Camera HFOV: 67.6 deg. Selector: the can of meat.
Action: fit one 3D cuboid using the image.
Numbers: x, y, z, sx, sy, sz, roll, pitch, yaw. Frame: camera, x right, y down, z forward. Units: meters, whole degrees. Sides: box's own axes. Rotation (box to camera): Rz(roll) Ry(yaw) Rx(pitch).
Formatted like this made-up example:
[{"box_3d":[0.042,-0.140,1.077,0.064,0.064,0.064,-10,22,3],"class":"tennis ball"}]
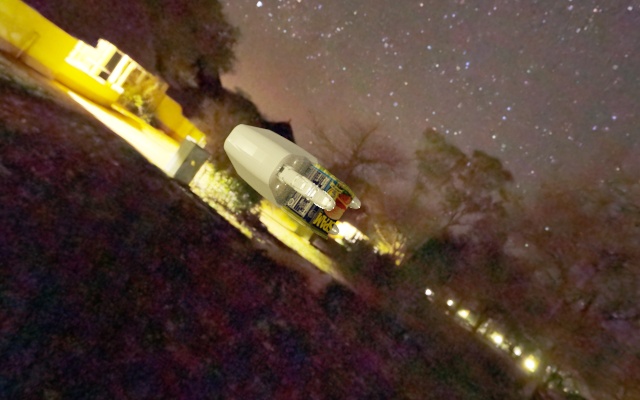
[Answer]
[{"box_3d":[0.000,0.002,0.714,0.057,0.084,0.102,35,-1,27],"class":"can of meat"}]
